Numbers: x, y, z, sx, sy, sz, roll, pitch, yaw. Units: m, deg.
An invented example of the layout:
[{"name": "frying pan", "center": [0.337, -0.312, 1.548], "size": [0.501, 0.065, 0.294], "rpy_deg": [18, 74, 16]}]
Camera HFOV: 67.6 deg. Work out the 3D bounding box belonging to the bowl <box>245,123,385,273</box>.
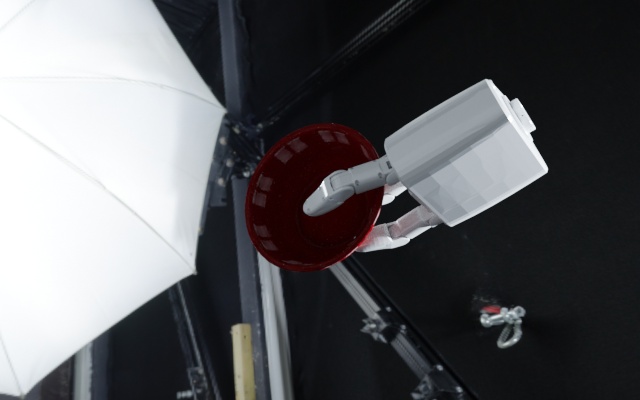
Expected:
[{"name": "bowl", "center": [-0.001, 0.002, 0.511], "size": [0.162, 0.162, 0.055], "rpy_deg": [0, -18, 28]}]
